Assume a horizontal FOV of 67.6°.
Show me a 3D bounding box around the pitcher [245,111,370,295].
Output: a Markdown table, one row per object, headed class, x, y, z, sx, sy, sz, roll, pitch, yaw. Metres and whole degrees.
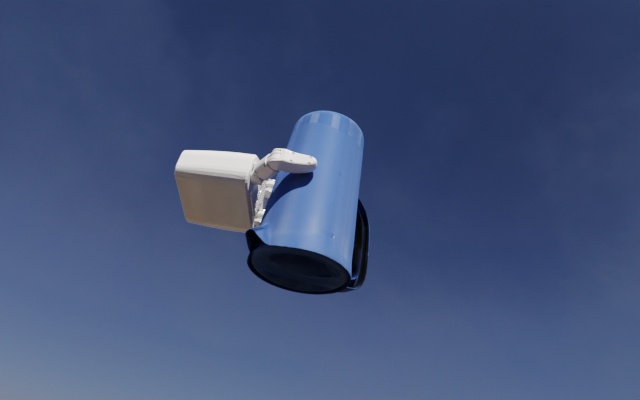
| class | x | y | z | sx | sy | sz | roll | pitch | yaw |
| --- | --- | --- | --- | --- | --- | --- | --- | --- | --- |
| pitcher | 0.000 | 0.002 | 0.664 | 0.145 | 0.242 | 0.149 | 6 | -33 | 10 |
